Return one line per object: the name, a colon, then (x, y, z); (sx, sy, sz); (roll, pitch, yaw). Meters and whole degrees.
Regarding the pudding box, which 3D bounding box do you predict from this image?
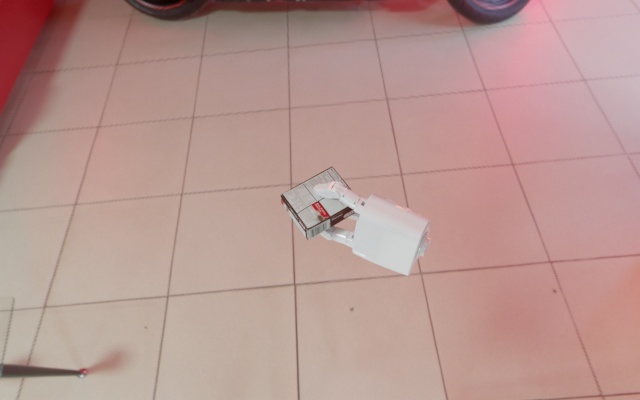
pudding box: (0.000, 0.003, 0.838); (0.113, 0.090, 0.039); (-28, -29, -17)
